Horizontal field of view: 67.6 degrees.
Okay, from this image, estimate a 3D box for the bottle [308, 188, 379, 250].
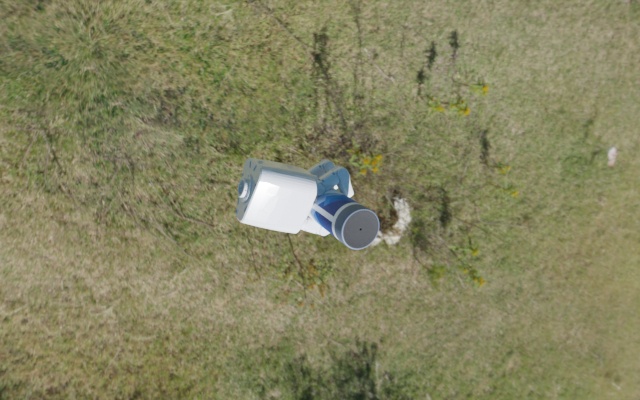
[{"bbox_3d":[0.000,0.003,0.852,0.069,0.069,0.295,0,16,-26],"label":"bottle"}]
